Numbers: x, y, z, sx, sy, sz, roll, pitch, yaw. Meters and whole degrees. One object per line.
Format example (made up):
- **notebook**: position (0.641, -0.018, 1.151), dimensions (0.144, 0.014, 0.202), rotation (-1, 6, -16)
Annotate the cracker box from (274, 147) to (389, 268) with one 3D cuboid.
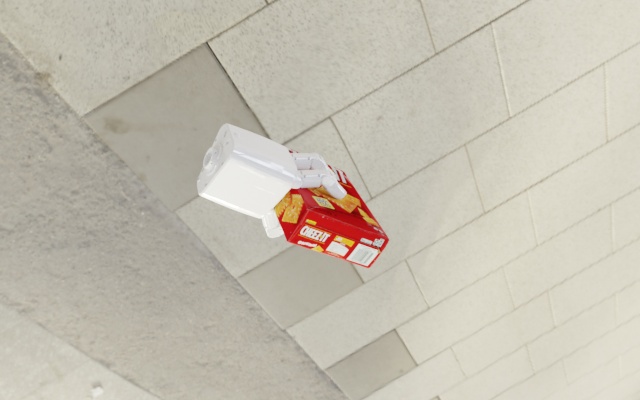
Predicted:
- **cracker box**: position (0.000, 0.003, 0.794), dimensions (0.164, 0.072, 0.213), rotation (21, 24, -32)
